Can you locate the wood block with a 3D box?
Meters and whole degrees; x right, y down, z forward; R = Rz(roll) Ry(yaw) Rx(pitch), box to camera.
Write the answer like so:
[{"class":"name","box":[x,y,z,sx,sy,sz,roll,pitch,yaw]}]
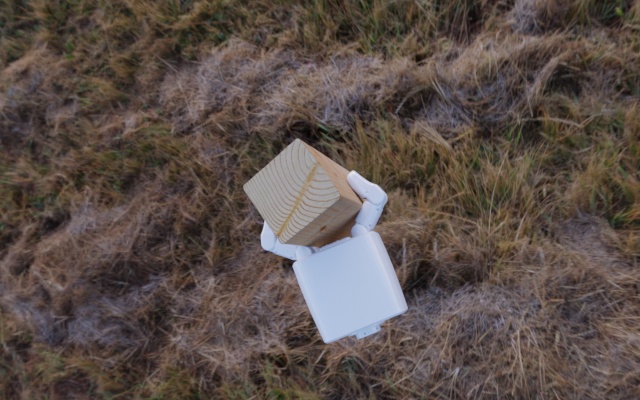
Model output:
[{"class":"wood block","box":[0.001,0.002,0.634,0.091,0.090,0.206,-39,-18,11]}]
